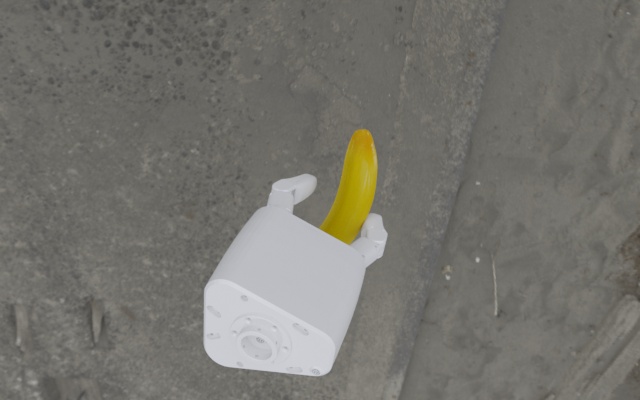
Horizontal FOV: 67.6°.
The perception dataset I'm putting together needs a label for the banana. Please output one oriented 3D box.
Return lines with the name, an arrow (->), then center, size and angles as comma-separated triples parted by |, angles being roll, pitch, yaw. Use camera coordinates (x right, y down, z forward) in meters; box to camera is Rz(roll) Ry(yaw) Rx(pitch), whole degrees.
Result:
banana -> 0.013, 0.016, 0.509 | 0.069, 0.198, 0.037 | 39, 34, 2
